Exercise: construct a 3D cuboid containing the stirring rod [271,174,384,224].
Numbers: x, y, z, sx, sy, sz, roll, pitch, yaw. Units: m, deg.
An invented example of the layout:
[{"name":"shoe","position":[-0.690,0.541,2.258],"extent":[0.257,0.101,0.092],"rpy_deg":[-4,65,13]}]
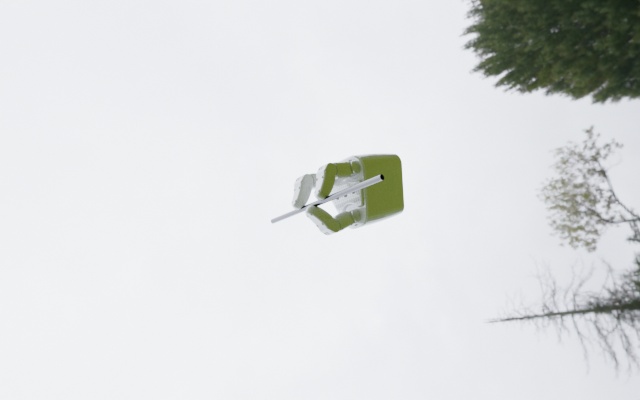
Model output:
[{"name":"stirring rod","position":[0.000,0.002,0.688],"extent":[0.011,0.011,0.239],"rpy_deg":[0,-15,-42]}]
